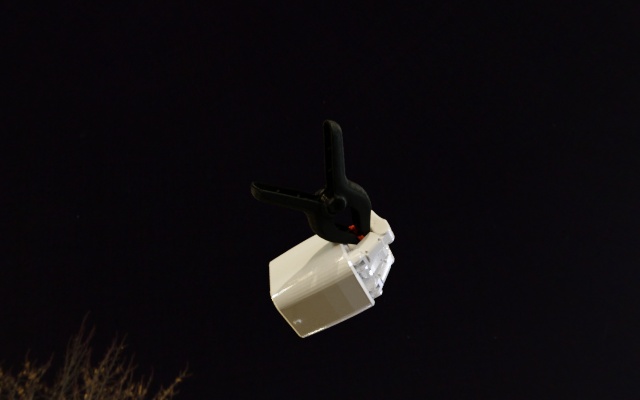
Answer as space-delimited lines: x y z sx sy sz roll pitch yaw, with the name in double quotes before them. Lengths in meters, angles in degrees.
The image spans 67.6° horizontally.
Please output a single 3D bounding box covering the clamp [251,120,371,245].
"clamp" 0.000 0.002 0.562 0.120 0.172 0.039 -30 33 1
